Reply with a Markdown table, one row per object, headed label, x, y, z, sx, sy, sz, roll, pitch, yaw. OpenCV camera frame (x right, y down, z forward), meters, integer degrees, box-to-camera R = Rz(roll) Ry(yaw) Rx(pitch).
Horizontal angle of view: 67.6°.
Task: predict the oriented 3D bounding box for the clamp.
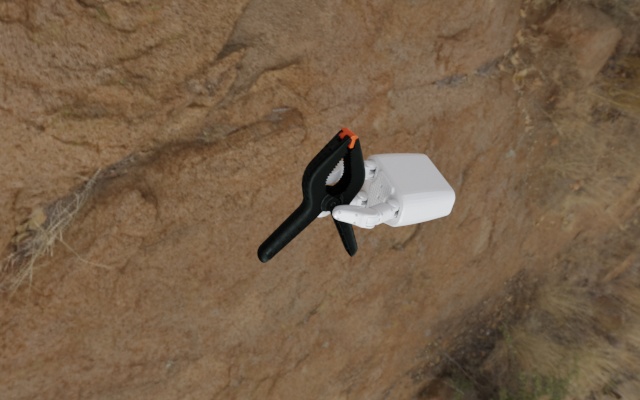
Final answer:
| label | x | y | z | sx | sy | sz | roll | pitch | yaw |
| --- | --- | --- | --- | --- | --- | --- | --- | --- | --- |
| clamp | 0.001 | 0.002 | 0.654 | 0.164 | 0.210 | 0.036 | -7 | 35 | -30 |
